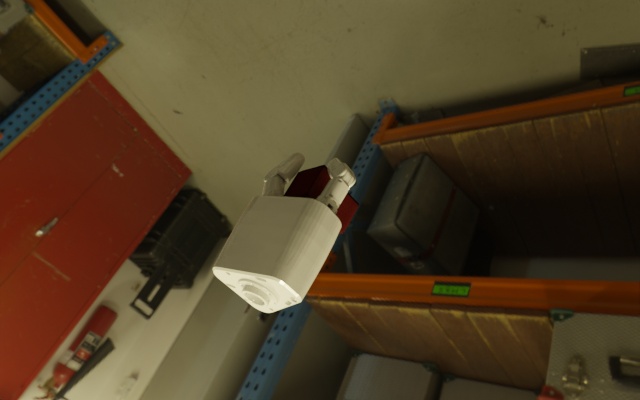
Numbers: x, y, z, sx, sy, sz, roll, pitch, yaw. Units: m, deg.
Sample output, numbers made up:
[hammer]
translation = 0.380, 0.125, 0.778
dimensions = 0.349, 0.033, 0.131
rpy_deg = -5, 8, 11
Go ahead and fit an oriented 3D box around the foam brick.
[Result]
[foam brick]
translation = 0.000, 0.002, 0.611
dimensions = 0.053, 0.051, 0.078
rpy_deg = -11, -49, 46
